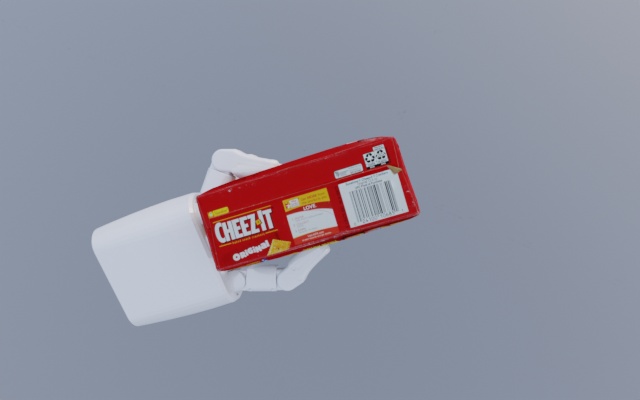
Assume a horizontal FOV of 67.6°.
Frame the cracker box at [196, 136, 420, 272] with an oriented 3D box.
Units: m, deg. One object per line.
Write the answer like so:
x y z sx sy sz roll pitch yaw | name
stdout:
0.000 0.002 0.463 0.164 0.072 0.213 -17 -1 7 | cracker box
